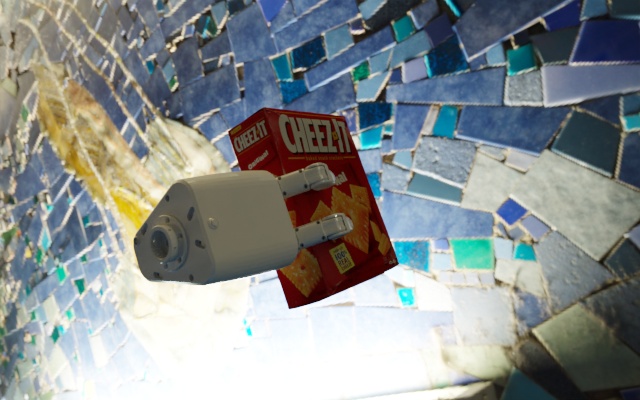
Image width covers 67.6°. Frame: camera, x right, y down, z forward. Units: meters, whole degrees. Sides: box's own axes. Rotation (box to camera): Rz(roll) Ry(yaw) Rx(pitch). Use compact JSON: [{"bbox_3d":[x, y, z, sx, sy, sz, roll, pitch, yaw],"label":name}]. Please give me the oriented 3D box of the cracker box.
[{"bbox_3d":[0.000,0.002,0.572,0.072,0.213,0.164,-25,-10,35],"label":"cracker box"}]
